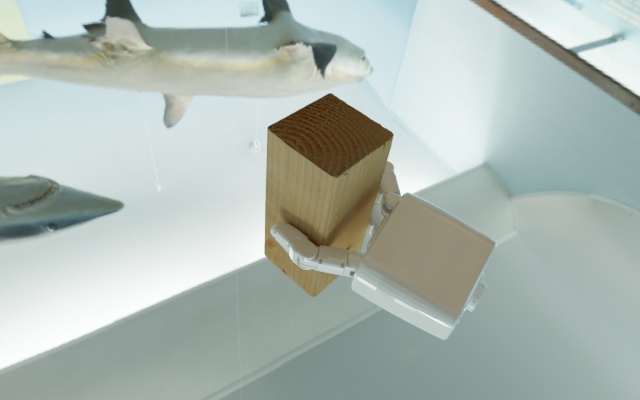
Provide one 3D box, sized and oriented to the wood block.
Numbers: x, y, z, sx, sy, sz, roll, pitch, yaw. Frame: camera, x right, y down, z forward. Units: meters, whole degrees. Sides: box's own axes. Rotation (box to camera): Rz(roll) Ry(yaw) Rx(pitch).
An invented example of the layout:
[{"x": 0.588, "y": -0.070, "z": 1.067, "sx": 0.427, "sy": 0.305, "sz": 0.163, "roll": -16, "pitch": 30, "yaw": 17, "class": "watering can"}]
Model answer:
[{"x": 0.000, "y": 0.002, "z": 0.526, "sx": 0.090, "sy": 0.206, "sz": 0.090, "roll": 38, "pitch": 54, "yaw": 24, "class": "wood block"}]
